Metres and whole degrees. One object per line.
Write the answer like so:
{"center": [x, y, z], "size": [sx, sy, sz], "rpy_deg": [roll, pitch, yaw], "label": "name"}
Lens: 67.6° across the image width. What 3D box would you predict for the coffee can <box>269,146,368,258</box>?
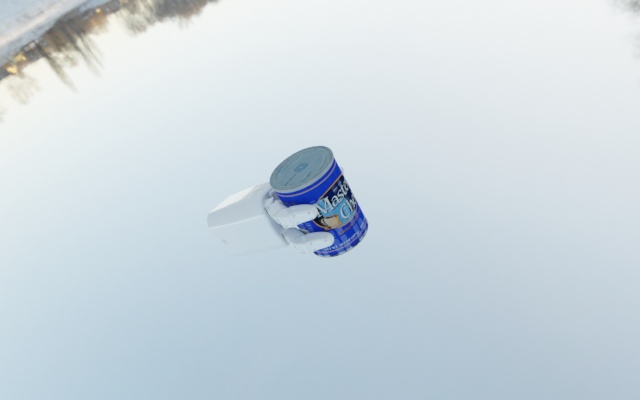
{"center": [0.000, 0.002, 0.729], "size": [0.103, 0.140, 0.102], "rpy_deg": [-21, 32, 14], "label": "coffee can"}
